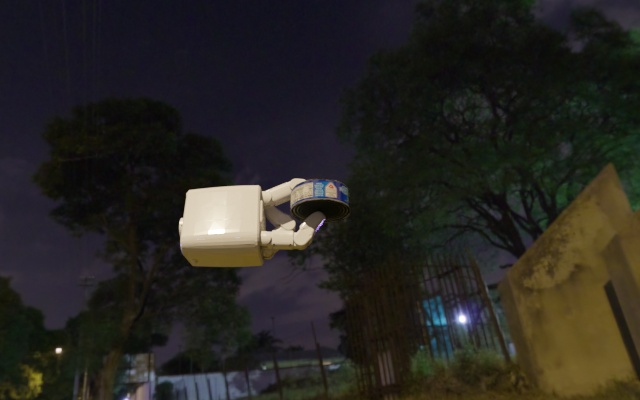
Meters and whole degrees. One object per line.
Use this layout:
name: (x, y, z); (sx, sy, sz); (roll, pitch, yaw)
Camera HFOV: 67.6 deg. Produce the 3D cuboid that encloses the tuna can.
tuna can: (0.000, 0.002, 0.678); (0.086, 0.033, 0.086); (0, -25, 0)
